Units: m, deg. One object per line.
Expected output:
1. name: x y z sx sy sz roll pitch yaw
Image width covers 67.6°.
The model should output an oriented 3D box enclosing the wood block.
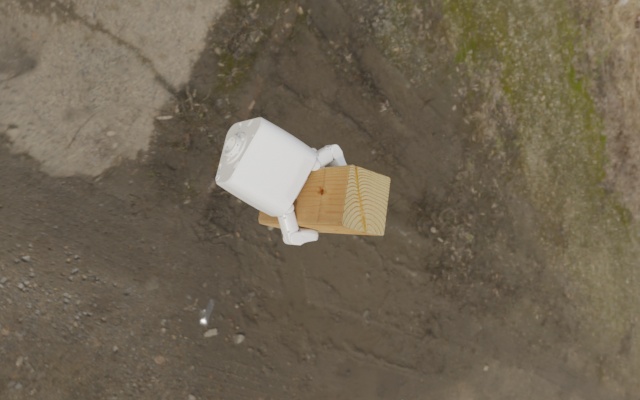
1. wood block: 0.000 0.003 0.762 0.090 0.091 0.206 15 -10 -40
